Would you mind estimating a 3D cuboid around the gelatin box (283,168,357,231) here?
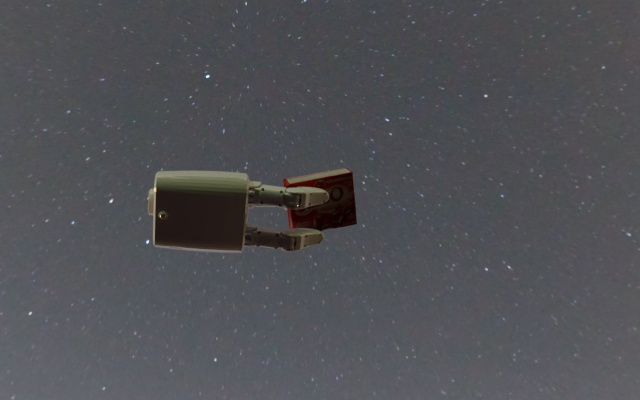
[{"bbox_3d":[0.000,0.002,0.621,0.089,0.073,0.030,-11,20,-13],"label":"gelatin box"}]
